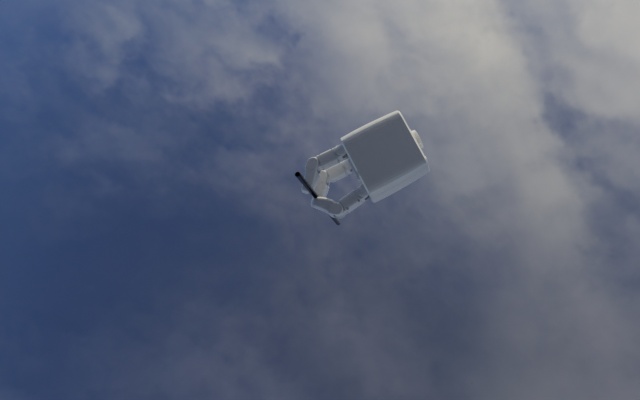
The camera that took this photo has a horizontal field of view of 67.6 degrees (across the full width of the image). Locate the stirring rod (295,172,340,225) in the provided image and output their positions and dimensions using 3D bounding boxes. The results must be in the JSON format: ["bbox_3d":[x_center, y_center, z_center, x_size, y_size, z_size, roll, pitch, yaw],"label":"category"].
[{"bbox_3d":[0.000,0.003,0.810,0.011,0.011,0.240,0,-20,18],"label":"stirring rod"}]
